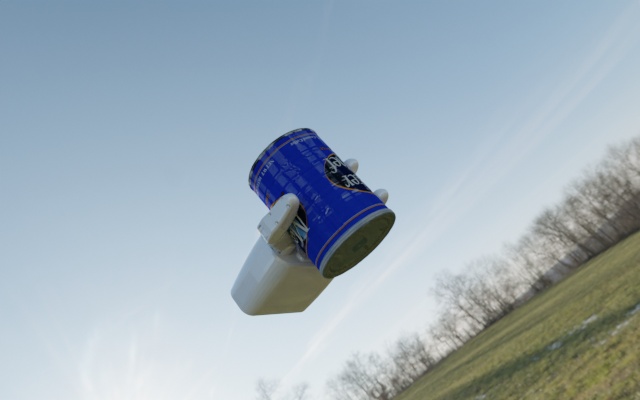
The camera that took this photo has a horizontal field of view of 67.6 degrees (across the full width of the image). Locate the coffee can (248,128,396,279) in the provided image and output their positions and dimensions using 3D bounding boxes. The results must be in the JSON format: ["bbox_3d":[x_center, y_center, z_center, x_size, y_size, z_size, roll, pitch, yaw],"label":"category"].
[{"bbox_3d":[0.000,0.002,0.538,0.140,0.103,0.103,48,23,23],"label":"coffee can"}]
